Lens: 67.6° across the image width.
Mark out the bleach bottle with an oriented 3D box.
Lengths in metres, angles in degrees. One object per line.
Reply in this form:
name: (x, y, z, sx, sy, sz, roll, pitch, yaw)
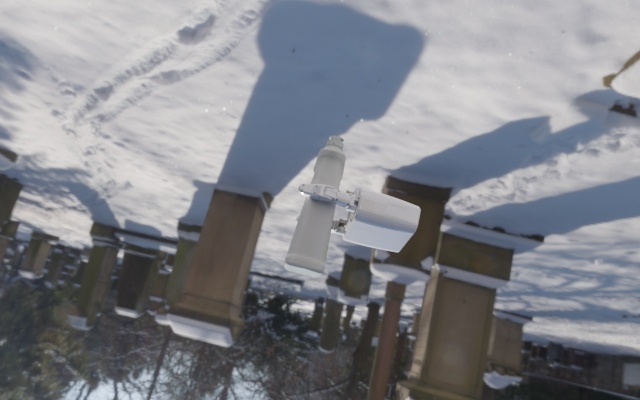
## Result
bleach bottle: (0.000, 0.003, 0.830, 0.068, 0.250, 0.102, 15, -15, -3)
